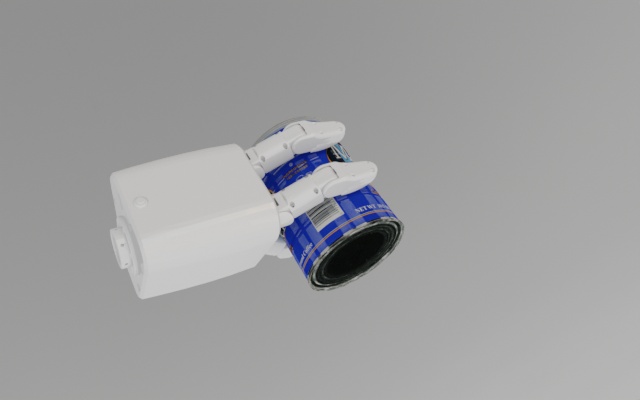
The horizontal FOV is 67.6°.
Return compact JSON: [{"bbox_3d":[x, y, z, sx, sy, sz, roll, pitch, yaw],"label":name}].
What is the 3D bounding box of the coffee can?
[{"bbox_3d":[0.000,0.001,0.469,0.103,0.140,0.103,-25,-31,-16],"label":"coffee can"}]
